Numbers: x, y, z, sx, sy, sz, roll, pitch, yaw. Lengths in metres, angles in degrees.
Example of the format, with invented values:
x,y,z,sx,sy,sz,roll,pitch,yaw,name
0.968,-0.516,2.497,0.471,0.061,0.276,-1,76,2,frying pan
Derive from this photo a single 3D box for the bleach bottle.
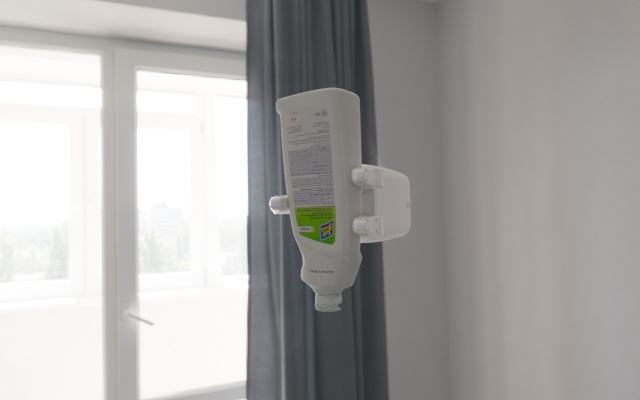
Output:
x,y,z,sx,sy,sz,roll,pitch,yaw,name
0.000,0.002,0.565,0.102,0.251,0.068,-3,-3,38,bleach bottle
